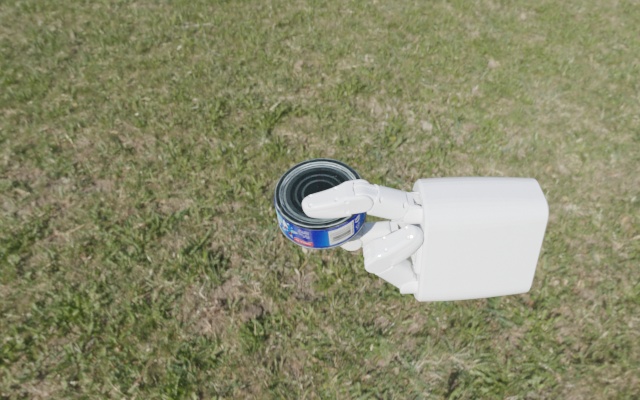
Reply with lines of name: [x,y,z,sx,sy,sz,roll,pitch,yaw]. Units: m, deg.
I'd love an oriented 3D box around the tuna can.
tuna can: [0.000,0.001,0.446,0.086,0.086,0.034,0,-38,6]
